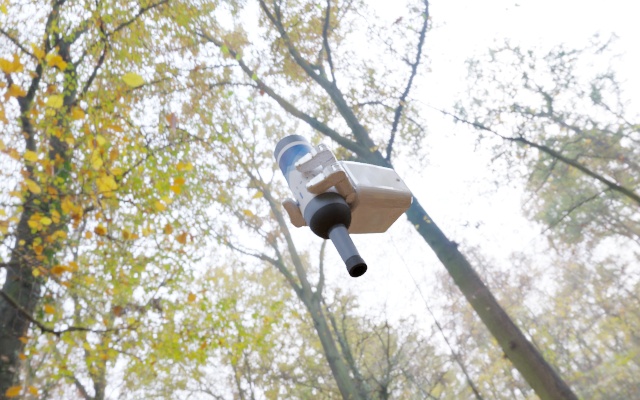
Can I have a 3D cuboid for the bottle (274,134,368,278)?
[{"bbox_3d":[0.000,0.002,0.726,0.069,0.069,0.295,0,37,-25],"label":"bottle"}]
